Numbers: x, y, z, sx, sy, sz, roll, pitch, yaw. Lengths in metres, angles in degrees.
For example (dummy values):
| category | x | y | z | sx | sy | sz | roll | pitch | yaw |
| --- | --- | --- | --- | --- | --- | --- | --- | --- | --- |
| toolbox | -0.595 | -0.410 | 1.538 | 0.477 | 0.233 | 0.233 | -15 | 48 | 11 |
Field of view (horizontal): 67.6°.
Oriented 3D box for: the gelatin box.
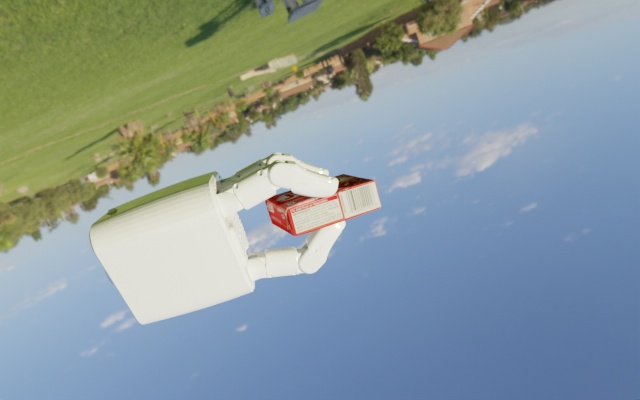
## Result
| category | x | y | z | sx | sy | sz | roll | pitch | yaw |
| --- | --- | --- | --- | --- | --- | --- | --- | --- | --- |
| gelatin box | 0.000 | 0.002 | 0.447 | 0.089 | 0.030 | 0.073 | -18 | 13 | -17 |
